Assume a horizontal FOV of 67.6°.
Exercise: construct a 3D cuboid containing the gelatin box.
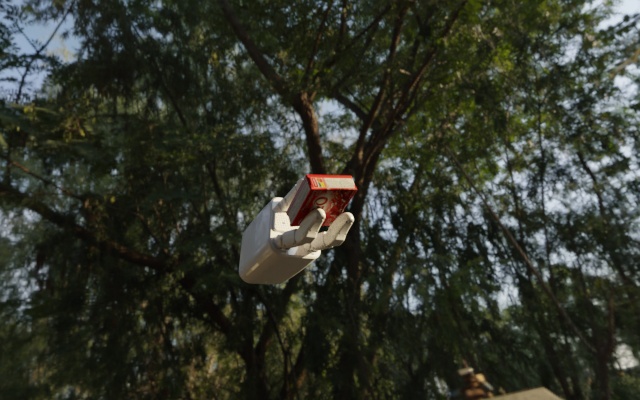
[{"bbox_3d":[0.000,0.002,0.683,0.073,0.030,0.089,0,-39,-28],"label":"gelatin box"}]
